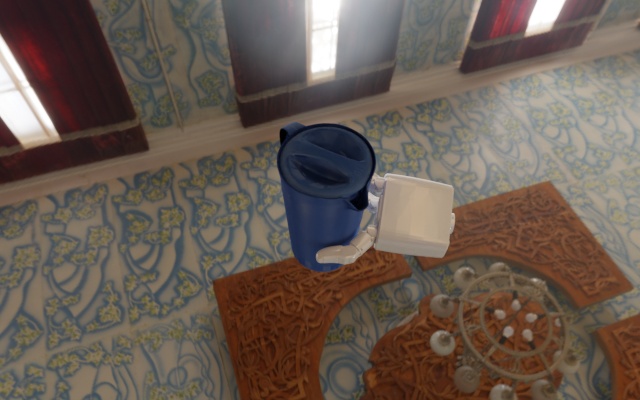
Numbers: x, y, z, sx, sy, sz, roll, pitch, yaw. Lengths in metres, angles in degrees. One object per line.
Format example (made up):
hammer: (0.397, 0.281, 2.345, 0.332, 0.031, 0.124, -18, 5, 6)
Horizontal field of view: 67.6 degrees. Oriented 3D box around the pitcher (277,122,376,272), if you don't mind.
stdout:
pitcher: (0.000, 0.002, 0.734, 0.145, 0.149, 0.243, 7, -35, 3)
